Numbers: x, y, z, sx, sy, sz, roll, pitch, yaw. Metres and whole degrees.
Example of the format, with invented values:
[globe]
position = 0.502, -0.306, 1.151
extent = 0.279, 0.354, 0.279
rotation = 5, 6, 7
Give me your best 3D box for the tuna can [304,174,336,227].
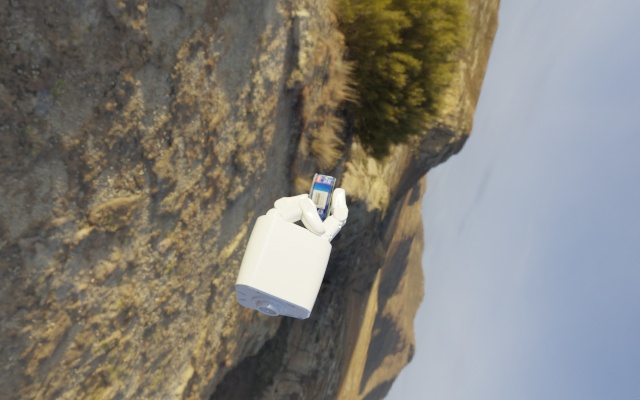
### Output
[tuna can]
position = 0.001, 0.003, 0.754
extent = 0.034, 0.086, 0.086
rotation = 12, 1, 4
